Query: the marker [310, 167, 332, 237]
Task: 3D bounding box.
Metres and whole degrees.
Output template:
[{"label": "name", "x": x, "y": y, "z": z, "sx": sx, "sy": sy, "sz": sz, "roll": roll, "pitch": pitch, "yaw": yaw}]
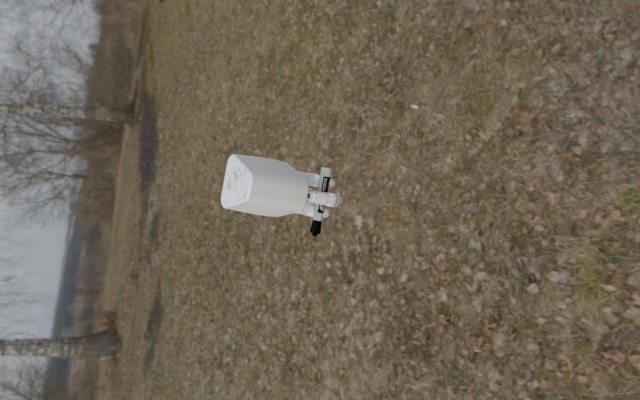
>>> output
[{"label": "marker", "x": 0.000, "y": 0.003, "z": 0.832, "sx": 0.020, "sy": 0.121, "sz": 0.020, "roll": 10, "pitch": 2, "yaw": 0}]
